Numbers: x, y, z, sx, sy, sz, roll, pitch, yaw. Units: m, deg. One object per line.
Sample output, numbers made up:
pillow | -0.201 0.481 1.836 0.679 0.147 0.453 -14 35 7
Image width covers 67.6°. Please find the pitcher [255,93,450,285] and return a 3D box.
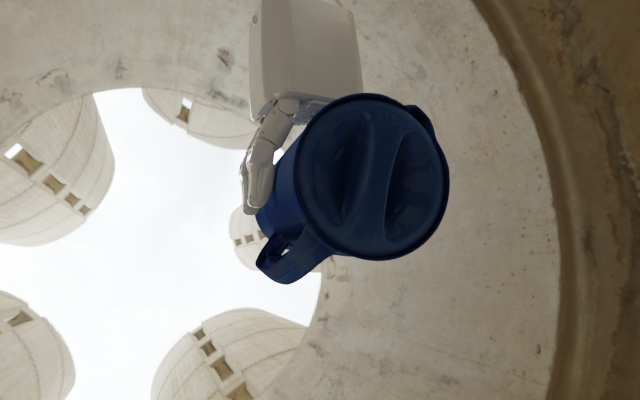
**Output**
pitcher | 0.000 0.001 0.474 0.149 0.145 0.243 -3 -6 -19
